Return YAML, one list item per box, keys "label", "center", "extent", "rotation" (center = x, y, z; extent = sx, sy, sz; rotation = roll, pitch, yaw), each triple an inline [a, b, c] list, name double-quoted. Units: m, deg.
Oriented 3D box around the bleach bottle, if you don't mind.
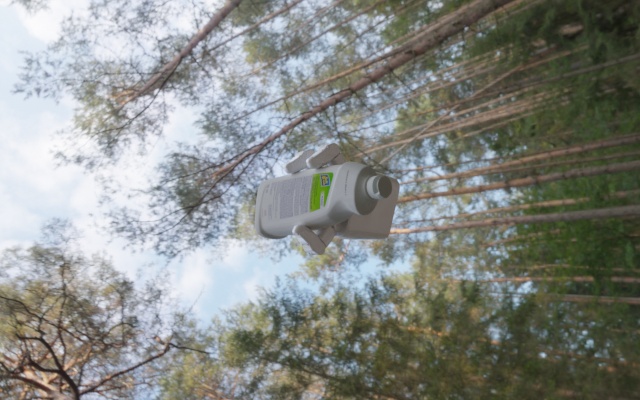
- label: "bleach bottle"
  center: [0.000, 0.002, 0.706]
  extent: [0.068, 0.102, 0.251]
  rotation: [10, -12, -40]
